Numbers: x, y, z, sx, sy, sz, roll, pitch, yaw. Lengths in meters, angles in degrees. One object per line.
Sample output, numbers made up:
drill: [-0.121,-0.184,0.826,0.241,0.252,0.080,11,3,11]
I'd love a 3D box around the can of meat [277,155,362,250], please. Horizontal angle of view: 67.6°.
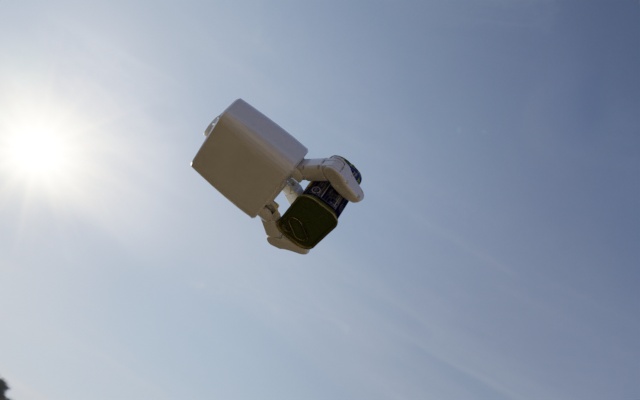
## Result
can of meat: [0.000,0.002,0.603,0.057,0.084,0.102,37,-37,-4]
